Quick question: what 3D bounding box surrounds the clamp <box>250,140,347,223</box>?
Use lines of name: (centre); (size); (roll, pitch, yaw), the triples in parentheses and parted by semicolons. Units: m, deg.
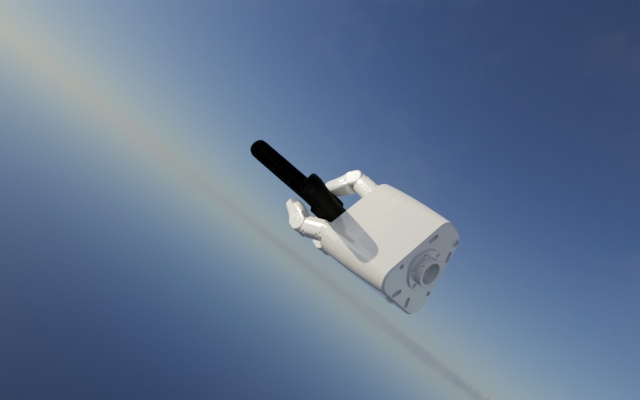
clamp: (0.001, 0.002, 0.623); (0.164, 0.036, 0.210); (39, -4, 47)
